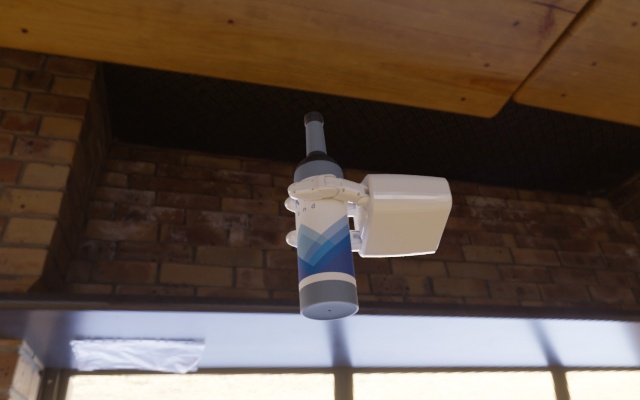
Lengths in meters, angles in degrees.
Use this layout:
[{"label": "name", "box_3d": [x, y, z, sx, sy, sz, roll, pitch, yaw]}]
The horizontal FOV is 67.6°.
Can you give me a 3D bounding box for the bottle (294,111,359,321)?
[{"label": "bottle", "box_3d": [0.000, 0.002, 0.620, 0.069, 0.295, 0.069, -3, -32, -2]}]
